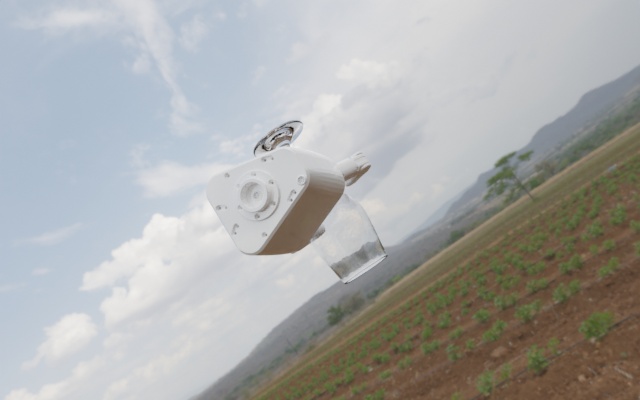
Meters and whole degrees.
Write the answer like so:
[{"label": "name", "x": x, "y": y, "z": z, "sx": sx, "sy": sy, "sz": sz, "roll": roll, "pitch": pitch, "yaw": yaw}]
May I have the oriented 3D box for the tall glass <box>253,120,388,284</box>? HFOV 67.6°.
[{"label": "tall glass", "x": 0.000, "y": 0.001, "z": 0.587, "sx": 0.079, "sy": 0.201, "sz": 0.079, "roll": -32, "pitch": -13, "yaw": -8}]
